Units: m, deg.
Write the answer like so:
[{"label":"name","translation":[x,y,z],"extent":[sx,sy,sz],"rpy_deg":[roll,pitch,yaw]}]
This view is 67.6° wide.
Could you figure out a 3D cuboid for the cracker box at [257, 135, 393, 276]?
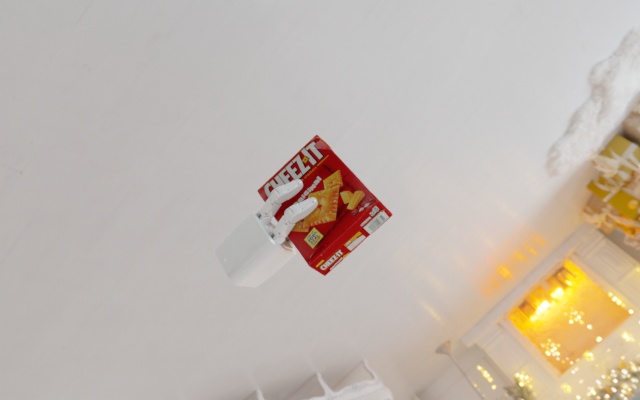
[{"label":"cracker box","translation":[0.000,0.003,0.874],"extent":[0.213,0.164,0.072],"rpy_deg":[51,6,38]}]
